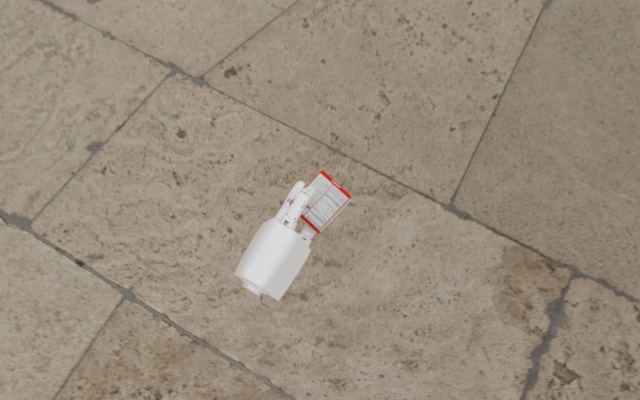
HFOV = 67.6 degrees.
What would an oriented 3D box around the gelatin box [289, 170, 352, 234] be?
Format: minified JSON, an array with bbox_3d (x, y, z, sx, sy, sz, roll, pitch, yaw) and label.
[{"bbox_3d":[0.000,0.002,0.844,0.073,0.089,0.030,42,-8,11],"label":"gelatin box"}]
